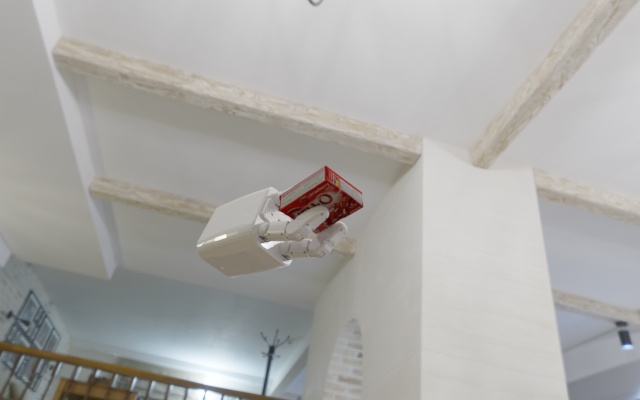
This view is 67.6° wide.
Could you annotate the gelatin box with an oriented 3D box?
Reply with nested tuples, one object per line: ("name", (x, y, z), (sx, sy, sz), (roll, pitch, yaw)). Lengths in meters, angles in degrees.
("gelatin box", (0.000, 0.002, 0.632), (0.089, 0.030, 0.073), (-32, -49, 30))
